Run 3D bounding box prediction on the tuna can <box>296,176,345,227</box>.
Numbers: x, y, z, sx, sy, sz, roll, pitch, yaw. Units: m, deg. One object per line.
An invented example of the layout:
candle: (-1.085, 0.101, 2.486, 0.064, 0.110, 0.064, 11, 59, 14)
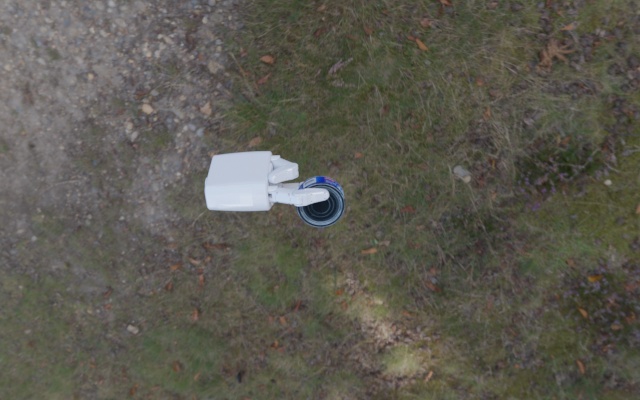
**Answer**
tuna can: (0.000, 0.003, 0.827, 0.086, 0.086, 0.033, 0, 24, -2)
